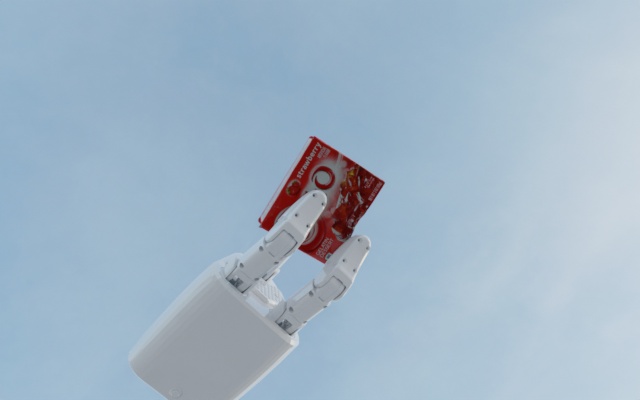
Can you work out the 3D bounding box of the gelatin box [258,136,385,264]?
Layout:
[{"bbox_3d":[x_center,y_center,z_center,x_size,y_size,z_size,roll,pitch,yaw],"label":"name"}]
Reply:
[{"bbox_3d":[0.000,0.001,0.407,0.073,0.089,0.030,32,3,-13],"label":"gelatin box"}]
